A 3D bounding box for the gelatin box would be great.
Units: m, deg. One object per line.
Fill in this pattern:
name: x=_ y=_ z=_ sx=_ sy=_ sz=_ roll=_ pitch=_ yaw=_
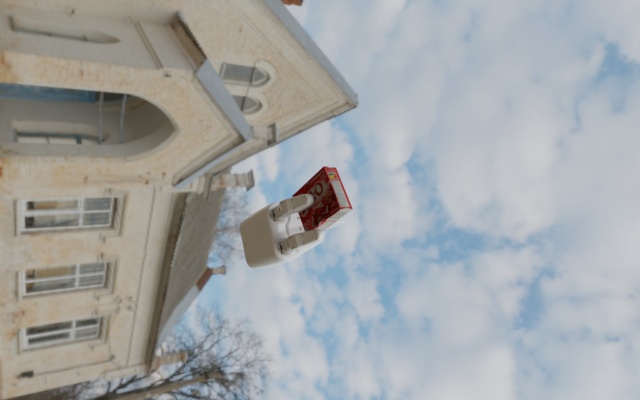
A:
gelatin box: x=0.001 y=0.002 z=0.720 sx=0.030 sy=0.073 sz=0.089 roll=0 pitch=-29 yaw=-42
